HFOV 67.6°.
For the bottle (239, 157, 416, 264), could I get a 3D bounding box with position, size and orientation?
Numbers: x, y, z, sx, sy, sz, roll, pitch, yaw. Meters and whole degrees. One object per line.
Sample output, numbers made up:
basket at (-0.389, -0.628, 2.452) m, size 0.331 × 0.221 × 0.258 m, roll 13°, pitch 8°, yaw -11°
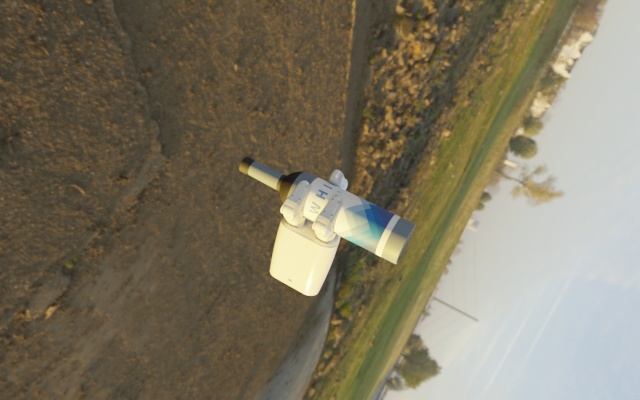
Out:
bottle at (0.000, 0.002, 0.749) m, size 0.295 × 0.069 × 0.069 m, roll 26°, pitch 8°, yaw 16°
